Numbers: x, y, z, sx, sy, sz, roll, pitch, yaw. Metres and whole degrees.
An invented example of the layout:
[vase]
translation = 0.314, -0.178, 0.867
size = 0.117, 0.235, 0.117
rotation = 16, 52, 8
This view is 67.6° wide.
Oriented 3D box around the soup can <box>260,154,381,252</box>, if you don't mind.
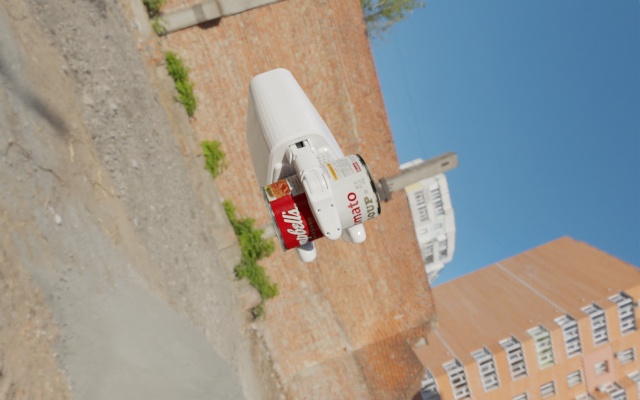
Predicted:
[soup can]
translation = 0.001, 0.002, 0.470
size = 0.102, 0.068, 0.068
rotation = -20, 2, -5
